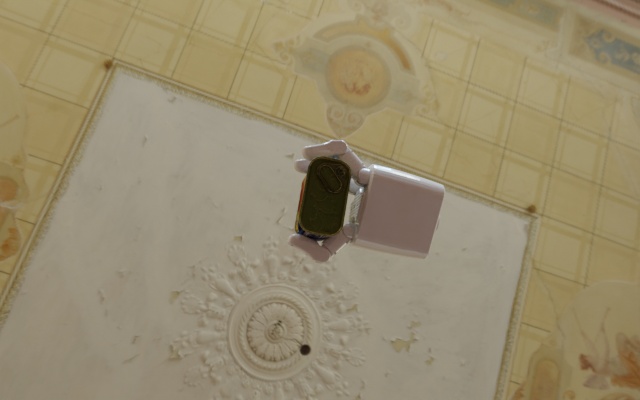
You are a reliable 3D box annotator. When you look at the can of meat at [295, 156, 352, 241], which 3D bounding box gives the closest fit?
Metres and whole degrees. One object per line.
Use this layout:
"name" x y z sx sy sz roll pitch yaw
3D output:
"can of meat" 0.000 0.002 0.642 0.057 0.102 0.084 11 -13 -7
